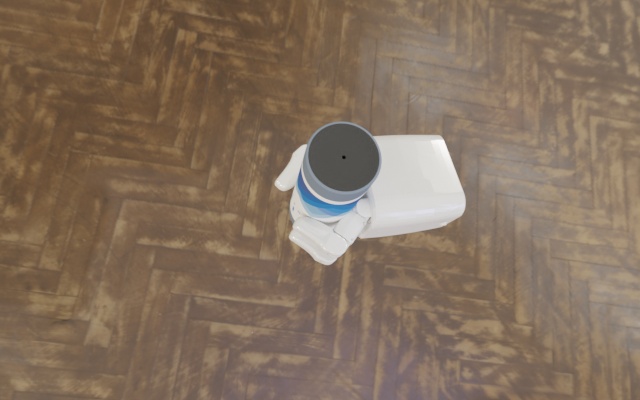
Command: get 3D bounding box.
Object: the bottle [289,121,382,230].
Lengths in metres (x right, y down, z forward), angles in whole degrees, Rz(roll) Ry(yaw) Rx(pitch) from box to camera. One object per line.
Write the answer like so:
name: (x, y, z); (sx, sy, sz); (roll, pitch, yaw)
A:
bottle: (0.000, 0.002, 0.546); (0.069, 0.069, 0.296); (0, -15, -8)
